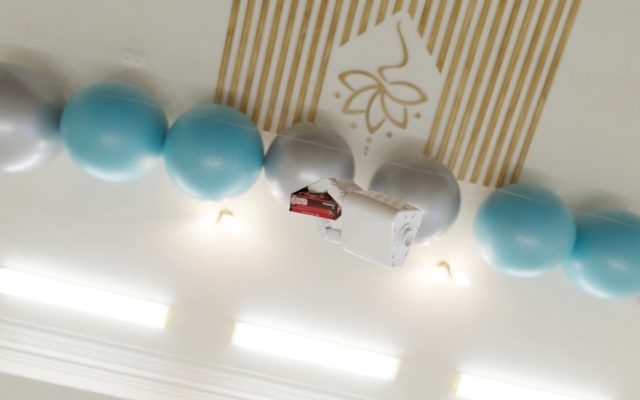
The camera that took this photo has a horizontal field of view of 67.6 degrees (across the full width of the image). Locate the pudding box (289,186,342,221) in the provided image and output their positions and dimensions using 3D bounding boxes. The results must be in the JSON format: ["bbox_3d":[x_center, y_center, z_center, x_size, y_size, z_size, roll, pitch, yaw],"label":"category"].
[{"bbox_3d":[0.000,0.003,0.893,0.090,0.039,0.113,12,10,12],"label":"pudding box"}]
